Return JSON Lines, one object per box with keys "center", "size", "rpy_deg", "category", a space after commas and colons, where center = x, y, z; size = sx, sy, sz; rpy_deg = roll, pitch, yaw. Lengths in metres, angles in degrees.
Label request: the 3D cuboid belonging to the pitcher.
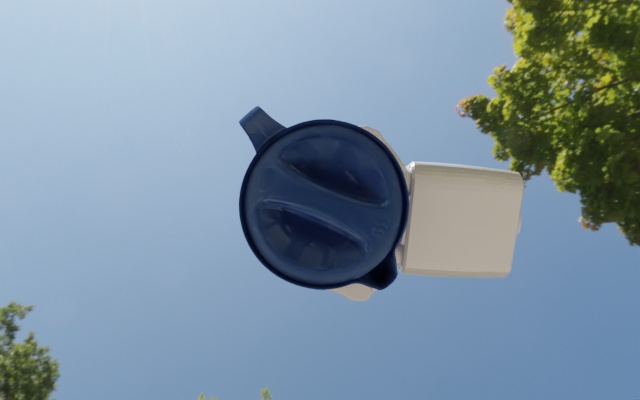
{"center": [0.000, 0.002, 0.484], "size": [0.145, 0.149, 0.243], "rpy_deg": [4, -4, 2], "category": "pitcher"}
